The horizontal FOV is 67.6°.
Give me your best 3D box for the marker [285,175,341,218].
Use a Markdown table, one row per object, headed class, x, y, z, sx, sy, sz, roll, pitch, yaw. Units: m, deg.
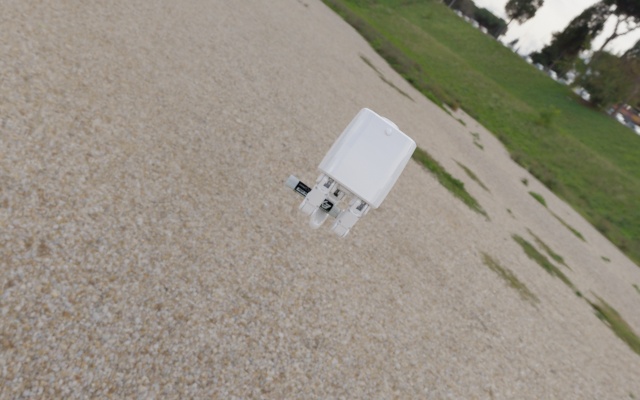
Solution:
| class | x | y | z | sx | sy | sz | roll | pitch | yaw |
| --- | --- | --- | --- | --- | --- | --- | --- | --- | --- |
| marker | 0.000 | 0.002 | 0.727 | 0.121 | 0.020 | 0.020 | 34 | -4 | -6 |
